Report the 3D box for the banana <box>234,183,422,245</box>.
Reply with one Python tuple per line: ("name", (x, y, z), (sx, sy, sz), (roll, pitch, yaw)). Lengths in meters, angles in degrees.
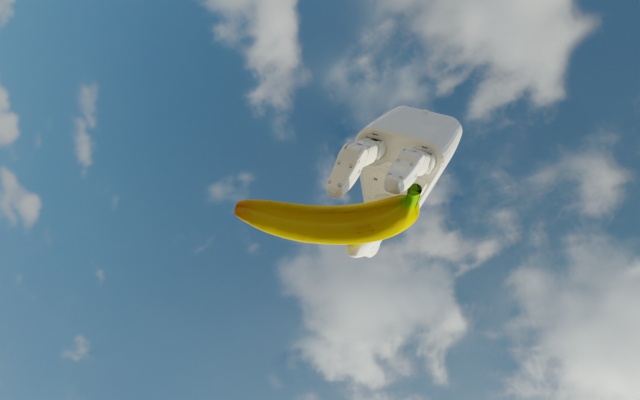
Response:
("banana", (0.011, 0.014, 0.448), (0.198, 0.037, 0.070), (-7, -47, 31))
